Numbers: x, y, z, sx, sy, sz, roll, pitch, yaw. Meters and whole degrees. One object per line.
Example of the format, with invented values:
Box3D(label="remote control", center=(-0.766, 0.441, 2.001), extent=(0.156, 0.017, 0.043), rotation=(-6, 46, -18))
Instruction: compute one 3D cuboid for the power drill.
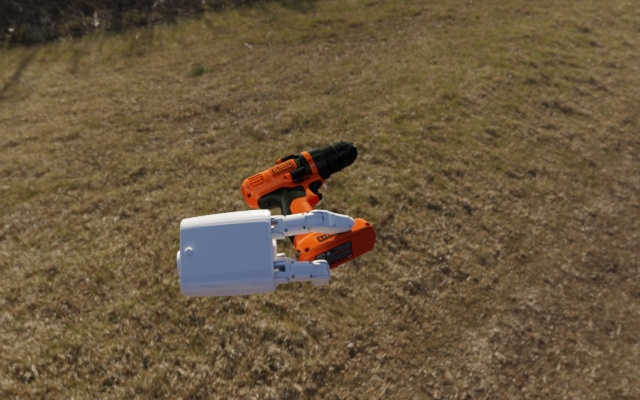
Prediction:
Box3D(label="power drill", center=(0.000, 0.003, 0.664), extent=(0.184, 0.057, 0.187), rotation=(-25, 48, -10))
